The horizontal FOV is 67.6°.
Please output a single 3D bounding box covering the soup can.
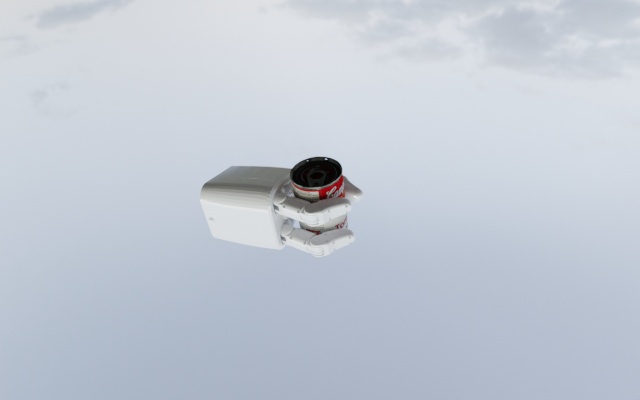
[{"bbox_3d":[0.001,0.002,0.638,0.068,0.102,0.068,-5,39,4],"label":"soup can"}]
